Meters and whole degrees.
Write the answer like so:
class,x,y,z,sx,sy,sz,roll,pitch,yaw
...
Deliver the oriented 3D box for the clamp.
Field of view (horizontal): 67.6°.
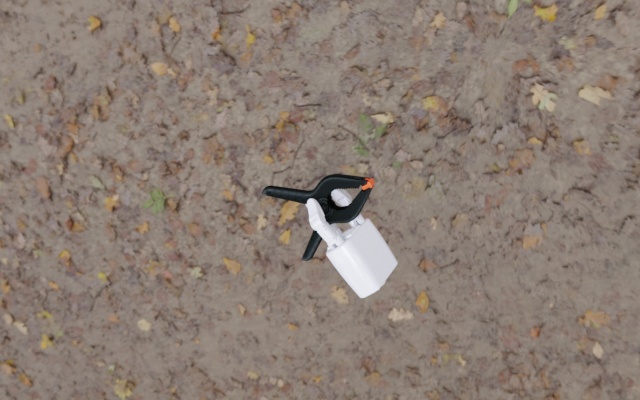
class,x,y,z,sx,sy,sz,roll,pitch,yaw
clamp,0.000,0.003,0.883,0.210,0.164,0.036,-34,7,25
